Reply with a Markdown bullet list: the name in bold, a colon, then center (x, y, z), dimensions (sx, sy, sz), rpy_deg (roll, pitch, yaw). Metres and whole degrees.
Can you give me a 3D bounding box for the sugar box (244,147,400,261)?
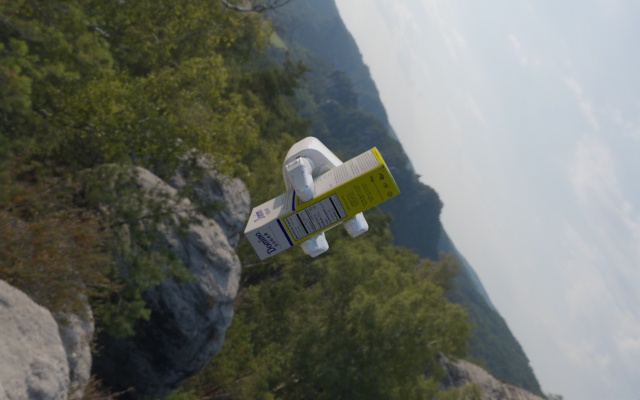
- **sugar box**: center (0.000, 0.002, 0.566), dimensions (0.176, 0.048, 0.093), rpy_deg (-29, 16, 8)
